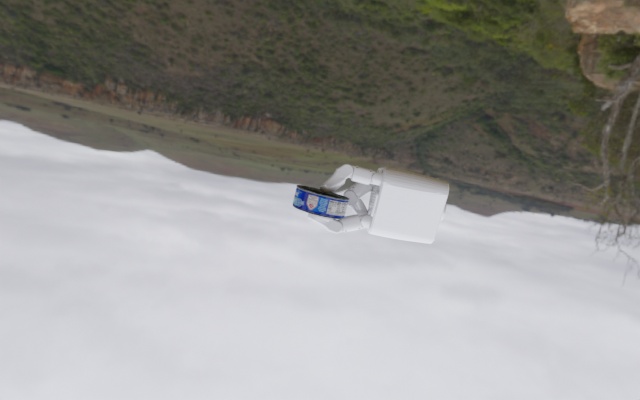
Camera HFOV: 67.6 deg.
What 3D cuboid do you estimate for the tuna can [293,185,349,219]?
[{"bbox_3d":[0.000,0.003,0.749,0.086,0.034,0.086,14,6,-1],"label":"tuna can"}]
